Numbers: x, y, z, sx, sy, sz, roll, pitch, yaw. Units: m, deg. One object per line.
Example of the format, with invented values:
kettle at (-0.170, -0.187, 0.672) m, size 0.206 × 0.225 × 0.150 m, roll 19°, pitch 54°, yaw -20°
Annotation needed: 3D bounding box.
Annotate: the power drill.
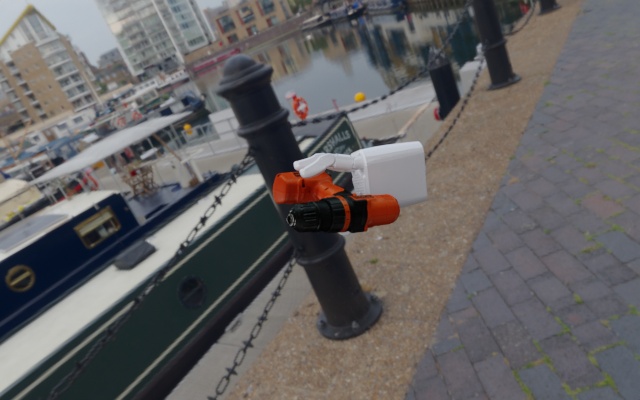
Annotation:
power drill at (0.000, 0.002, 0.739) m, size 0.184 × 0.057 × 0.187 m, roll -3°, pitch 18°, yaw -33°
